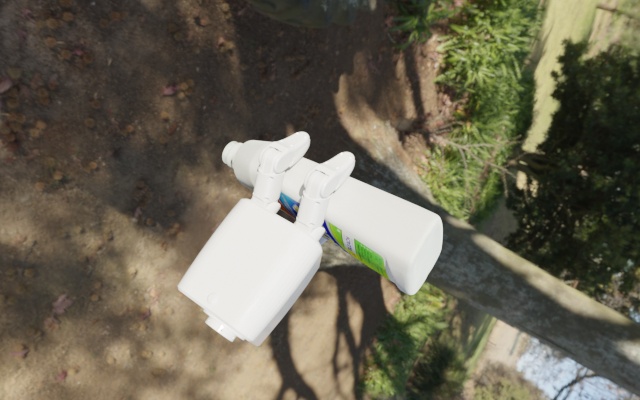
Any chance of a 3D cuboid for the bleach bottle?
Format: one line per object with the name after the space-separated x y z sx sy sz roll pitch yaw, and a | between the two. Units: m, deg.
0.000 0.002 0.501 0.250 0.068 0.103 27 -18 25 | bleach bottle
